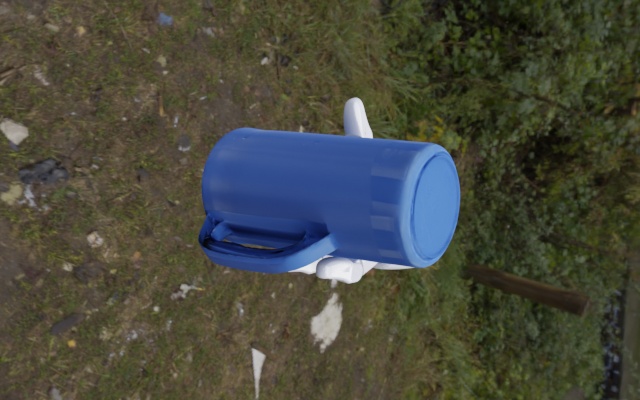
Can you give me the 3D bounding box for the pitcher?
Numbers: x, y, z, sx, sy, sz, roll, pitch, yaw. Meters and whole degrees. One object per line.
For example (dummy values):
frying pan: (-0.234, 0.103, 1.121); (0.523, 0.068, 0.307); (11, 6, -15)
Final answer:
pitcher: (0.000, 0.002, 0.473); (0.243, 0.149, 0.145); (7, -2, 39)
